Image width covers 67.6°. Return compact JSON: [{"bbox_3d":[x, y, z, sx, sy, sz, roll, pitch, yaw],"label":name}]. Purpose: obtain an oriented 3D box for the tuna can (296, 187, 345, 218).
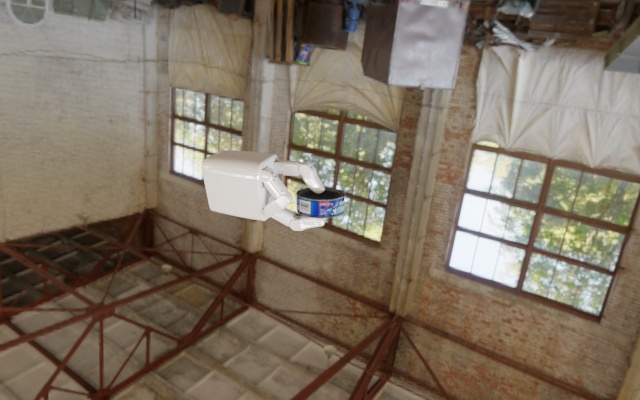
[{"bbox_3d":[0.000,0.003,0.834,0.086,0.034,0.086,1,16,0],"label":"tuna can"}]
